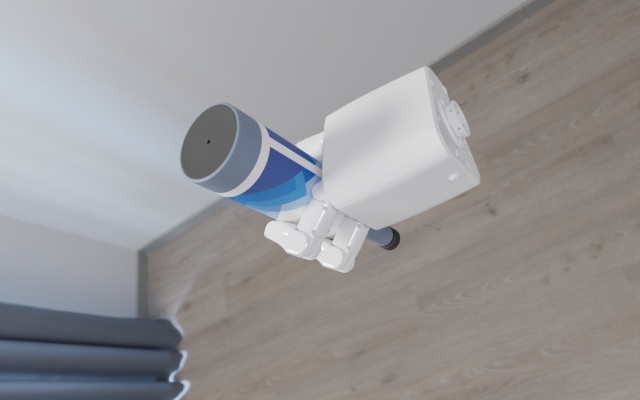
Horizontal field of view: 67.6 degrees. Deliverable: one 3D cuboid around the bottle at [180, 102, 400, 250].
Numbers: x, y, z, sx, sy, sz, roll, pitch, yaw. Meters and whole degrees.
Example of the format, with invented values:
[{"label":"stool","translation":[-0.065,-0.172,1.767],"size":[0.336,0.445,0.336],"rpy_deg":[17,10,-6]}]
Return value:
[{"label":"bottle","translation":[0.000,0.001,0.472],"size":[0.069,0.069,0.296],"rpy_deg":[0,-18,38]}]
